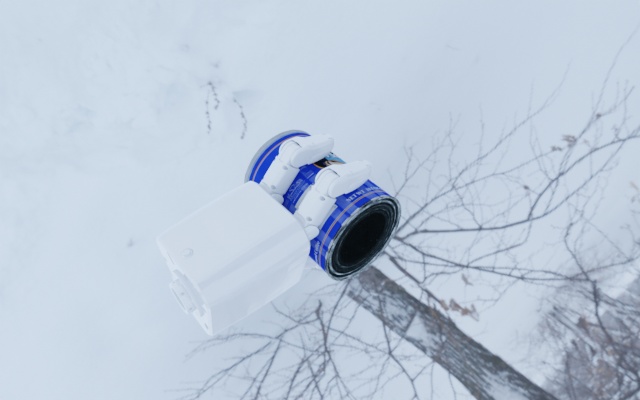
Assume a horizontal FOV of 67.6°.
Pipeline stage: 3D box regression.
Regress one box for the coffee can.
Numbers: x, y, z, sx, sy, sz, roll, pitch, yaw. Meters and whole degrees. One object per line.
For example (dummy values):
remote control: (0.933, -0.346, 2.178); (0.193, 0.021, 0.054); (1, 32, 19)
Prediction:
coffee can: (0.000, 0.002, 0.510); (0.103, 0.103, 0.140); (0, 32, -50)
